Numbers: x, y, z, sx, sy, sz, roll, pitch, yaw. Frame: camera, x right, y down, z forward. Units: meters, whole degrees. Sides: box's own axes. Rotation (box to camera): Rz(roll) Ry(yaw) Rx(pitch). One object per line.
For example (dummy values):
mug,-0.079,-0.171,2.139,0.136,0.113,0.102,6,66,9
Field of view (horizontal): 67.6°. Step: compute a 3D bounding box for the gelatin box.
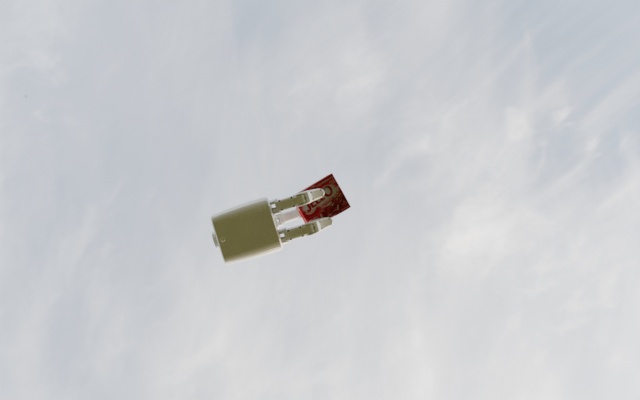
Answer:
gelatin box,0.000,0.003,0.885,0.089,0.073,0.030,-31,5,-12
